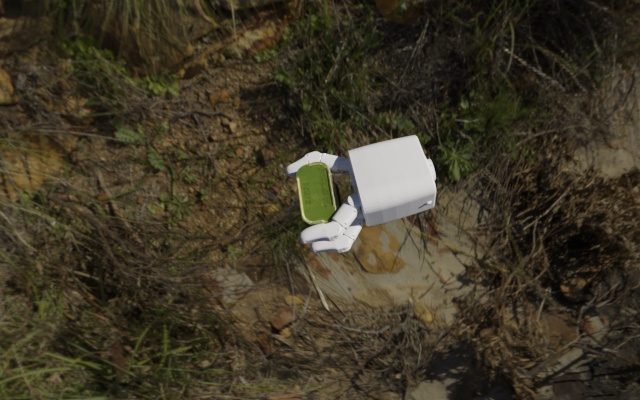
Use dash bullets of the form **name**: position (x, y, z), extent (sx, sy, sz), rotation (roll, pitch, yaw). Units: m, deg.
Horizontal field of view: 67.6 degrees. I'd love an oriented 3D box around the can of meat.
- **can of meat**: position (0.000, 0.002, 0.719), extent (0.057, 0.102, 0.084), rotation (-12, -22, 6)
